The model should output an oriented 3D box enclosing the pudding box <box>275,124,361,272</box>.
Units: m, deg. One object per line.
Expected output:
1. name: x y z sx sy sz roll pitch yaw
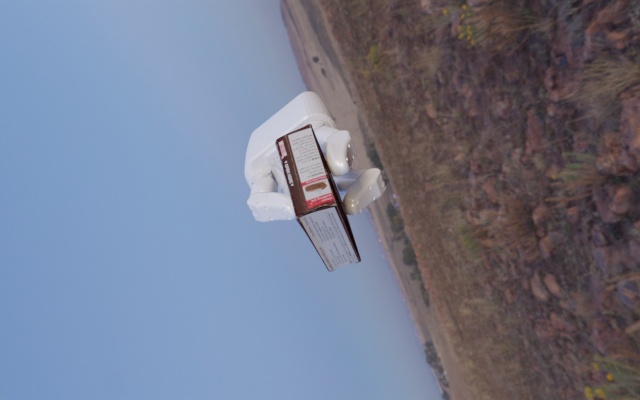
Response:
1. pudding box: 0.000 0.001 0.436 0.039 0.090 0.114 -22 -34 5
